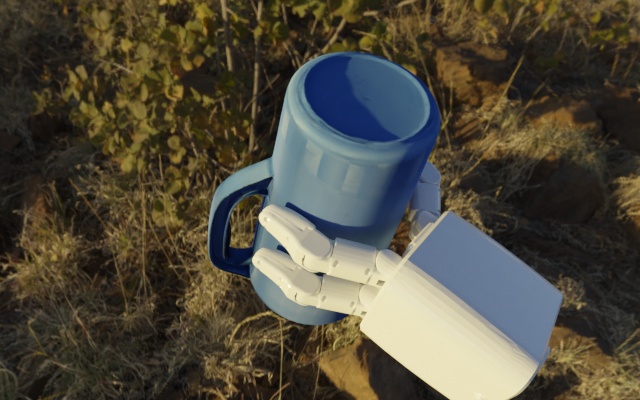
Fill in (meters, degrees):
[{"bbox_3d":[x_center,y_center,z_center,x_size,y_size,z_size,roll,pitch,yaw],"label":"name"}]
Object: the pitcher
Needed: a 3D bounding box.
[{"bbox_3d":[0.000,0.001,0.410,0.145,0.243,0.149,37,55,16],"label":"pitcher"}]
